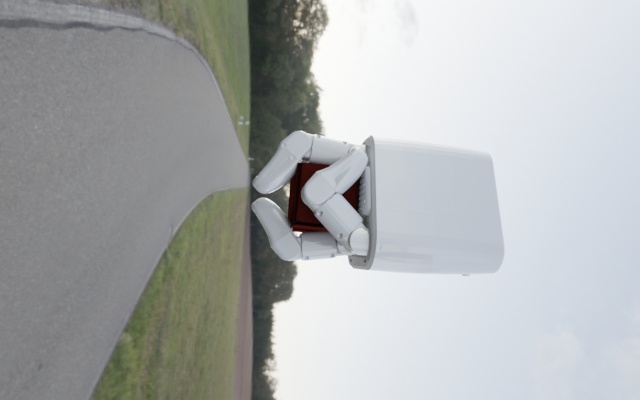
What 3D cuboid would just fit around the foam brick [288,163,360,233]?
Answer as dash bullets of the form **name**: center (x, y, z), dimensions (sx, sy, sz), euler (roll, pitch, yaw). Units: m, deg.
- **foam brick**: center (0.000, 0.001, 0.416), dimensions (0.051, 0.053, 0.078), euler (5, -7, -7)
